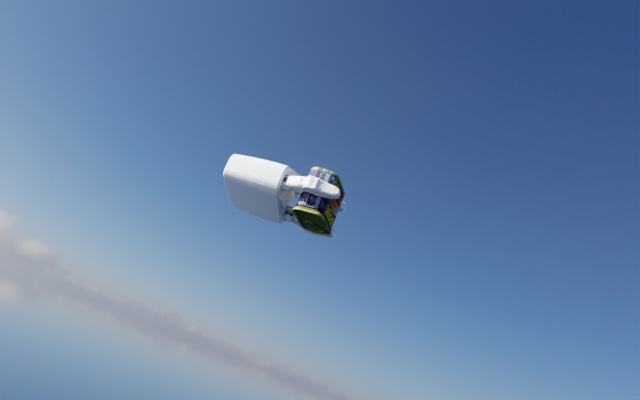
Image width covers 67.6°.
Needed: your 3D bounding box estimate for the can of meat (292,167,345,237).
[{"bbox_3d":[0.000,0.002,0.821,0.057,0.084,0.102,15,-22,18],"label":"can of meat"}]
